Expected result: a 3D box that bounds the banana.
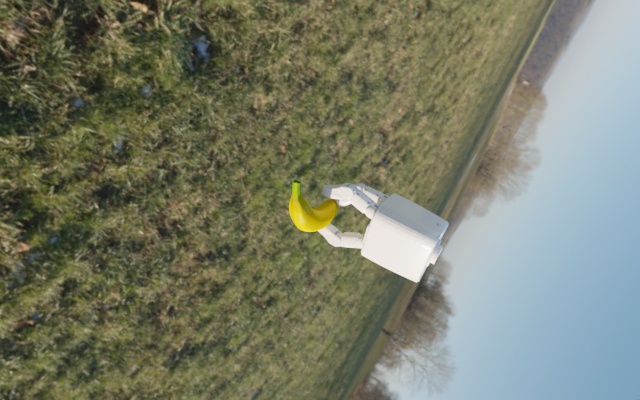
[{"bbox_3d":[-0.009,0.019,0.782,0.037,0.069,0.198,24,0,19],"label":"banana"}]
